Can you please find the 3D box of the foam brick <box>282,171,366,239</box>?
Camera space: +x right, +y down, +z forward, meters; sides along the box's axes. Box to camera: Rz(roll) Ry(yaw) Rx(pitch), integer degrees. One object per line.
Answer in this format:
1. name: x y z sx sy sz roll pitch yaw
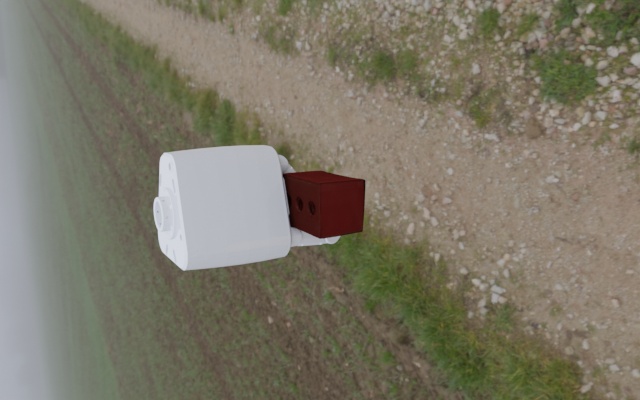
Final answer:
1. foam brick: 0.000 0.001 0.469 0.051 0.053 0.078 -6 13 -33
